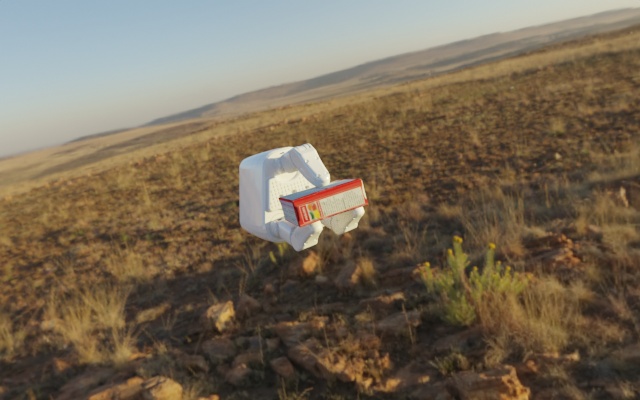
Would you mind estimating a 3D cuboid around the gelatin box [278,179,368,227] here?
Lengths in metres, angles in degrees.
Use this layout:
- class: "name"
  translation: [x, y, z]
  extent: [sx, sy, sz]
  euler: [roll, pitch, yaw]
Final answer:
- class: "gelatin box"
  translation: [0.000, 0.001, 0.501]
  extent: [0.073, 0.030, 0.089]
  euler: [-18, 6, -13]
